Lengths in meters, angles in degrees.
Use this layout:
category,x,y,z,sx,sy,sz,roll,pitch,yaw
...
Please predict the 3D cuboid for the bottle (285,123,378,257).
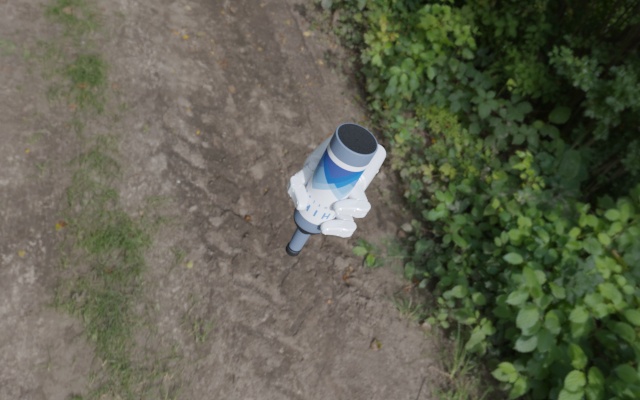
category,x,y,z,sx,sy,sz,roll,pitch,yaw
bottle,0.000,0.002,0.785,0.069,0.069,0.296,0,-38,-27
